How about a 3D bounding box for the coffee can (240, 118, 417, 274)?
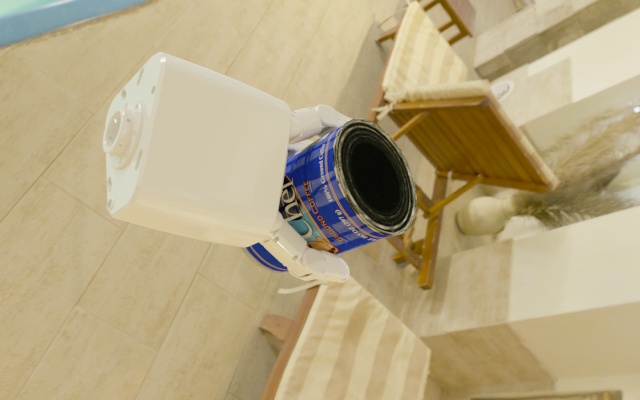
[{"bbox_3d":[0.000,0.002,0.435,0.140,0.102,0.103,-25,-17,40],"label":"coffee can"}]
